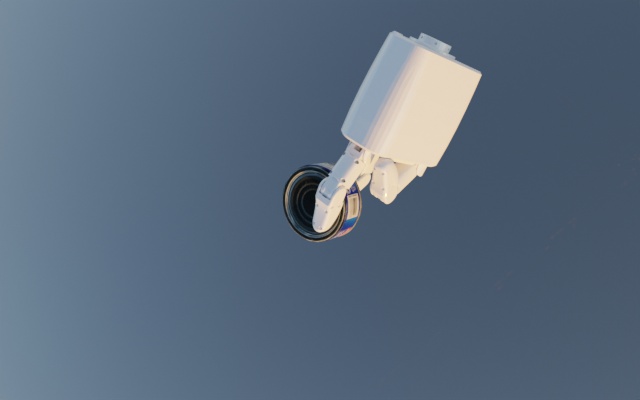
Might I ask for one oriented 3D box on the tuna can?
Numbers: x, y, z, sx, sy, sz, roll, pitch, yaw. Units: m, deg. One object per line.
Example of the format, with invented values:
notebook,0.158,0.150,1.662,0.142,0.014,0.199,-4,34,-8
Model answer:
tuna can,0.000,0.002,0.523,0.086,0.086,0.034,0,8,35
